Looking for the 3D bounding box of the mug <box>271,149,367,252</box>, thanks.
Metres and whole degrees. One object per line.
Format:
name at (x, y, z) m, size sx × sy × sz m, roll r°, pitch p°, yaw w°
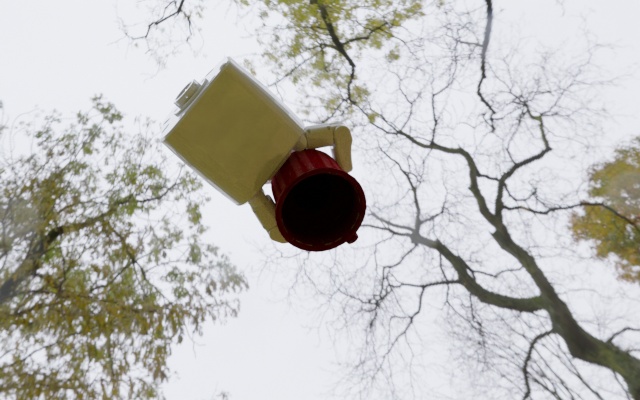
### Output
mug at (0.001, 0.002, 0.513) m, size 0.117 × 0.093 × 0.081 m, roll 43°, pitch 9°, yaw -27°
